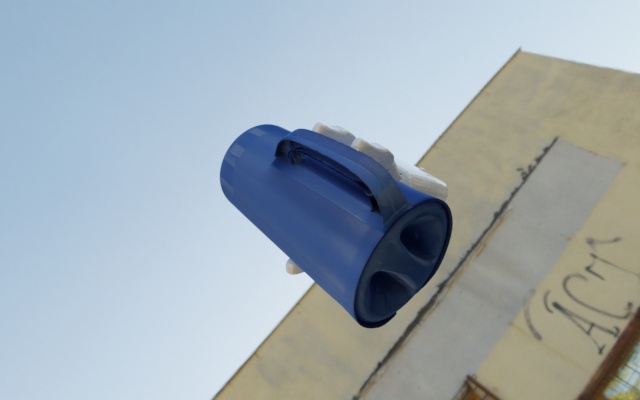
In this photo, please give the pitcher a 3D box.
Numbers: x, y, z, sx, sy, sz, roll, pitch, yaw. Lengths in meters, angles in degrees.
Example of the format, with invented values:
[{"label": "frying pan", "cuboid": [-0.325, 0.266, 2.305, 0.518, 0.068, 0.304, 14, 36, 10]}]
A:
[{"label": "pitcher", "cuboid": [0.000, 0.002, 0.489, 0.242, 0.149, 0.145, 33, 19, 37]}]
